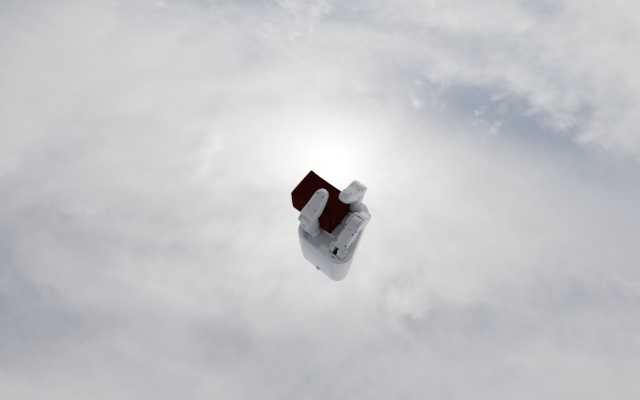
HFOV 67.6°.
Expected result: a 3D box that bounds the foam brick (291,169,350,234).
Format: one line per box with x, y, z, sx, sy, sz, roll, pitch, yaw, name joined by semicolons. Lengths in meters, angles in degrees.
0.000;0.002;0.731;0.078;0.053;0.051;36;-20;16;foam brick
